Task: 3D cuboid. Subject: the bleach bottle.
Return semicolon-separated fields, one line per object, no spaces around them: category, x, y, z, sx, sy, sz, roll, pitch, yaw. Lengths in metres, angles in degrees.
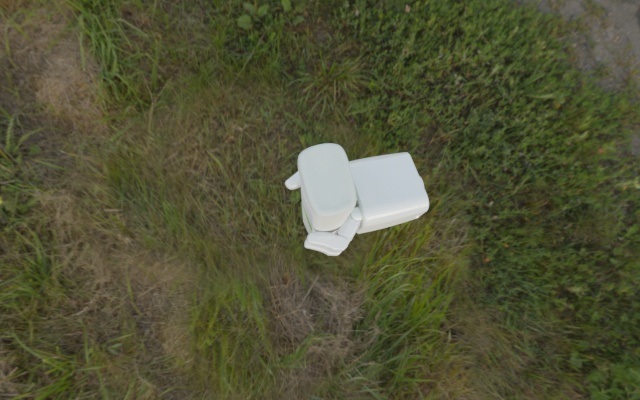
bleach bottle;0.000;0.003;0.740;0.068;0.102;0.251;-13;-12;-8
